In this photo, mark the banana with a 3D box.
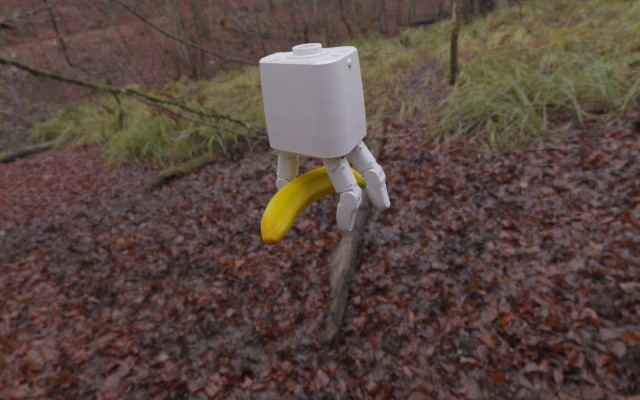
[{"bbox_3d":[-0.011,-0.005,0.584,0.069,0.037,0.197,24,38,37],"label":"banana"}]
